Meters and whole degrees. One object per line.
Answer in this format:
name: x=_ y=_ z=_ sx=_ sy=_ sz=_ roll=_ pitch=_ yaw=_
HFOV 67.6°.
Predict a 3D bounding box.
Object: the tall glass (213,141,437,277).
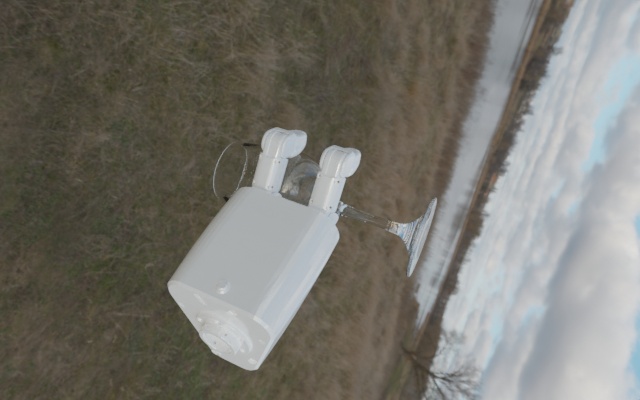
tall glass: x=0.001 y=0.002 z=0.449 sx=0.201 sy=0.079 sz=0.079 roll=19 pitch=6 yaw=17
